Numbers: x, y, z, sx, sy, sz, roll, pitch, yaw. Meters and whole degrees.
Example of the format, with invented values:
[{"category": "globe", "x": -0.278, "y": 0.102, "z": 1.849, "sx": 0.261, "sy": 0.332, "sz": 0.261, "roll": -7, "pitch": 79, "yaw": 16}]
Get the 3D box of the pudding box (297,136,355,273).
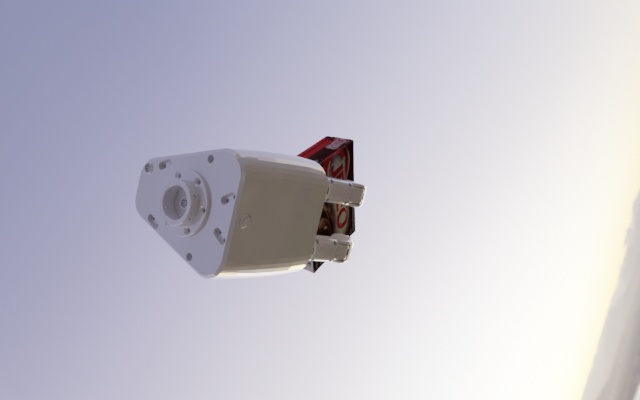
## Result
[{"category": "pudding box", "x": 0.000, "y": 0.002, "z": 0.486, "sx": 0.039, "sy": 0.114, "sz": 0.090, "roll": 16, "pitch": 34, "yaw": 28}]
